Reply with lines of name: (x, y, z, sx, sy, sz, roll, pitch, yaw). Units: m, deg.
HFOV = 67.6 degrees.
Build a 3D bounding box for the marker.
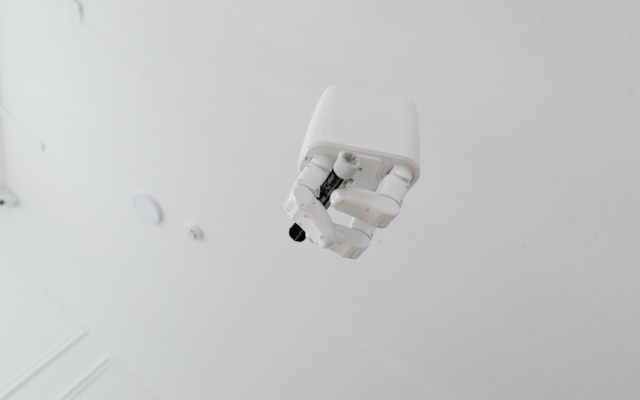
marker: (0.000, 0.001, 0.428, 0.020, 0.020, 0.121, 0, -35, -30)
